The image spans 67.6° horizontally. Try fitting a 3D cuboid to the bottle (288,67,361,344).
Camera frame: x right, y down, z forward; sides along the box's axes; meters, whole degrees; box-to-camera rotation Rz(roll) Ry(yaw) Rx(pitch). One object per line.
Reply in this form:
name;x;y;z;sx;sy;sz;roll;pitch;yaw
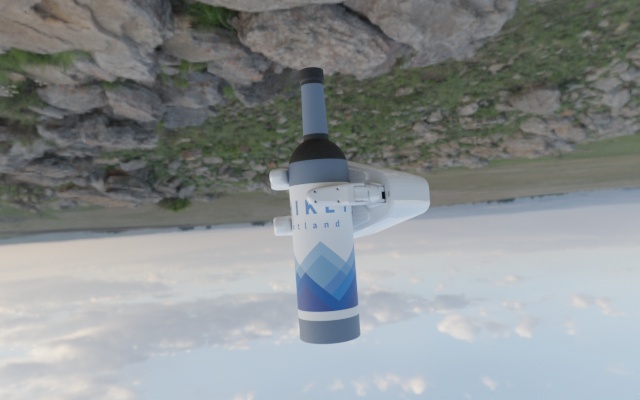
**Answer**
bottle;0.000;0.002;0.526;0.069;0.295;0.069;-4;-2;0
